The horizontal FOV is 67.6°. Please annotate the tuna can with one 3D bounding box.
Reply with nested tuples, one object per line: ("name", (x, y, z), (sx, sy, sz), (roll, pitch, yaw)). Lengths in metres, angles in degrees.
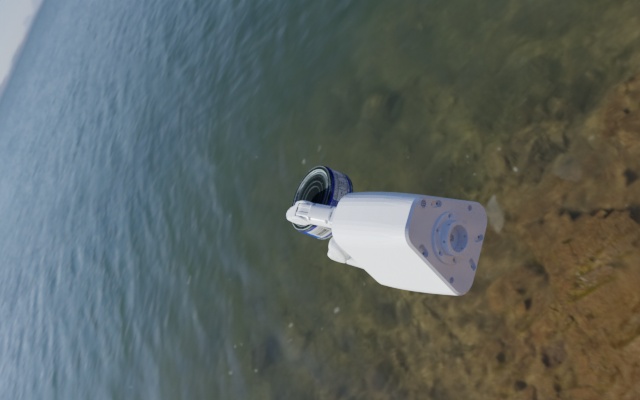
("tuna can", (0.000, 0.002, 0.580), (0.034, 0.086, 0.086), (22, -11, -30))
